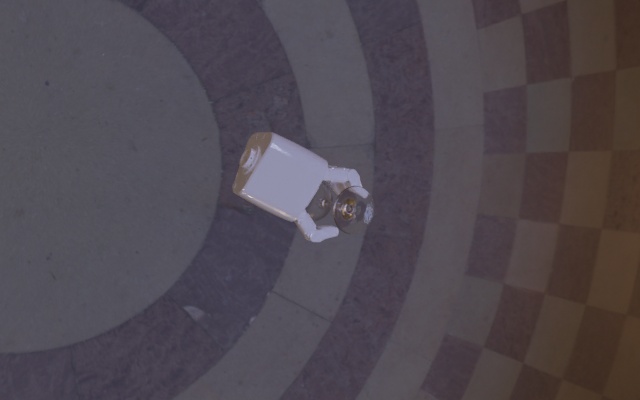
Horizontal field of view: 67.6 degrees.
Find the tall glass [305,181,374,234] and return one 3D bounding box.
[{"bbox_3d":[0.001,0.003,0.808,0.079,0.079,0.201,0,7,-31],"label":"tall glass"}]
